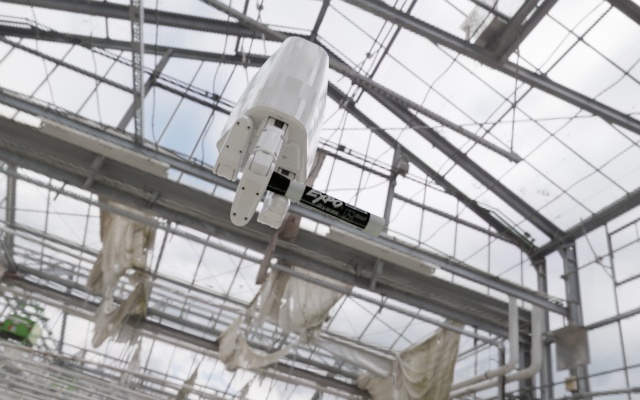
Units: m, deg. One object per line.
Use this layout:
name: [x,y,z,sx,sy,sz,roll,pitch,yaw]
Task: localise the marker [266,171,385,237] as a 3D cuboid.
marker: [0.000,0.001,0.426,0.121,0.020,0.020,23,-4,-9]
